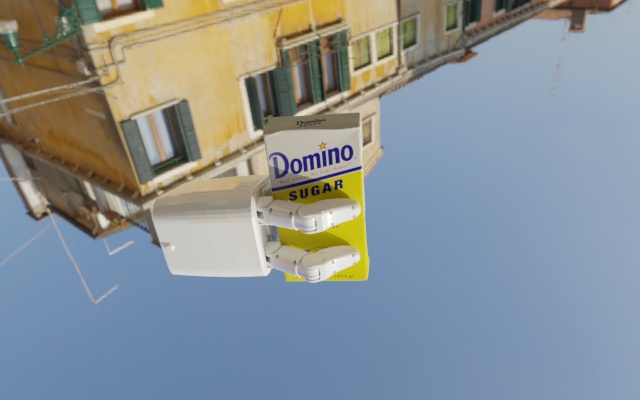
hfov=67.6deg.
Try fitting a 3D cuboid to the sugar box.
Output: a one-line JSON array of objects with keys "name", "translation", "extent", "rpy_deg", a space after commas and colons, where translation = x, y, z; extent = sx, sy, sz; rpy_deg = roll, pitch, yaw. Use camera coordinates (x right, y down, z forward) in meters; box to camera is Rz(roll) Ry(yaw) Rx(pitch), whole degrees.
[{"name": "sugar box", "translation": [0.000, 0.002, 0.490], "extent": [0.093, 0.176, 0.048], "rpy_deg": [-3, 31, 7]}]
